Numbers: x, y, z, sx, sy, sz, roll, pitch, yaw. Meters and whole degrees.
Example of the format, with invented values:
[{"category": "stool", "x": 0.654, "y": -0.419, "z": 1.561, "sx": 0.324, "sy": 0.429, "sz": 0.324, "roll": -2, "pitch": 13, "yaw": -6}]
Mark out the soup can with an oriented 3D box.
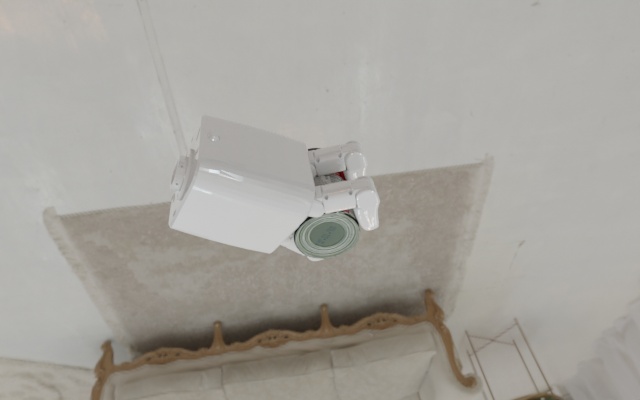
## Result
[{"category": "soup can", "x": 0.001, "y": 0.002, "z": 0.501, "sx": 0.068, "sy": 0.069, "sz": 0.102, "roll": 0, "pitch": 42, "yaw": -11}]
